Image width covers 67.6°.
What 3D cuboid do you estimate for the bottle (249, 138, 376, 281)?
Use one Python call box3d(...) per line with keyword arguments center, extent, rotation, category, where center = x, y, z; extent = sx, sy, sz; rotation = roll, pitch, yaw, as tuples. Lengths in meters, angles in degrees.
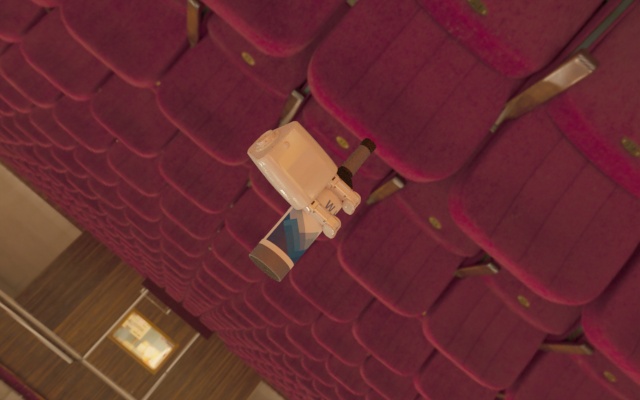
box3d(center=(0.000, 0.003, 0.812), extent=(0.069, 0.295, 0.069), rotation=(35, -20, 15), category="bottle")
